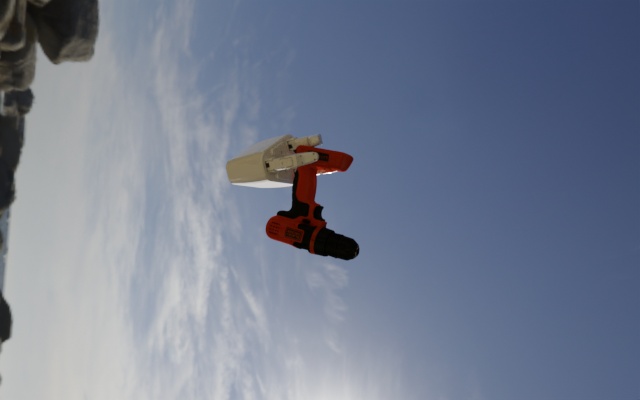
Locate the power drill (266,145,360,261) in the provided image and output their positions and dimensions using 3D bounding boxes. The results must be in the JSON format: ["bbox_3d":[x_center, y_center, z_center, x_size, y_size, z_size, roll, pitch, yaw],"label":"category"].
[{"bbox_3d":[0.000,0.002,0.857,0.184,0.187,0.057,14,-1,23],"label":"power drill"}]
